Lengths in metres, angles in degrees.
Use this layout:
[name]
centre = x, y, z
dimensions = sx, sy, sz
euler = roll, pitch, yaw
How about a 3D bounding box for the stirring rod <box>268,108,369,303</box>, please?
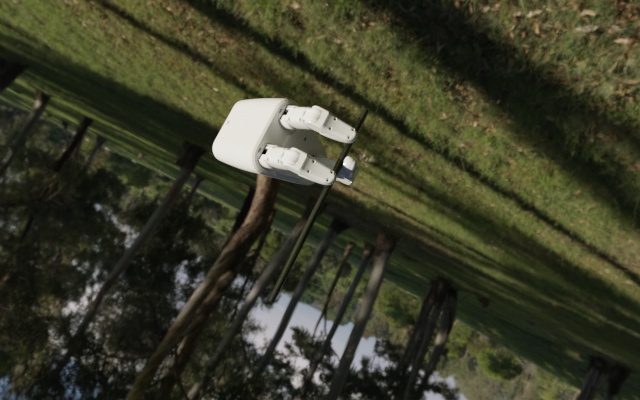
[stirring rod]
centre = 0.000, 0.002, 0.531
dimensions = 0.011, 0.239, 0.011
euler = 26, -10, 5
